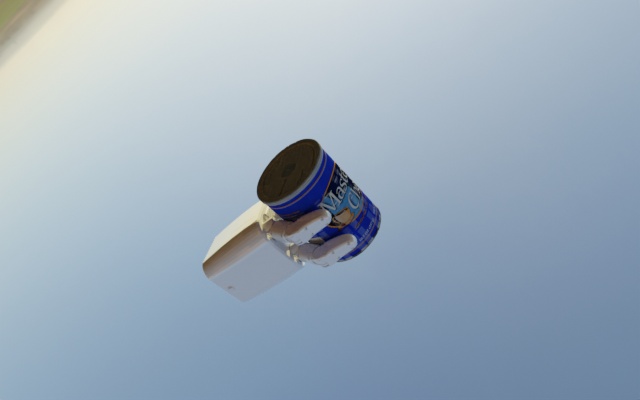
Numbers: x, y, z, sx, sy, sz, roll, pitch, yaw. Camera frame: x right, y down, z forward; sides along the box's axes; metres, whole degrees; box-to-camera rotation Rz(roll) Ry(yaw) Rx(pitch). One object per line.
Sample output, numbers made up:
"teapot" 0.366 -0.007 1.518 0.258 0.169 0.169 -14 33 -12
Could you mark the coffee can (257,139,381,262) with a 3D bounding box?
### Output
"coffee can" 0.000 0.002 0.631 0.103 0.102 0.140 0 -36 47
